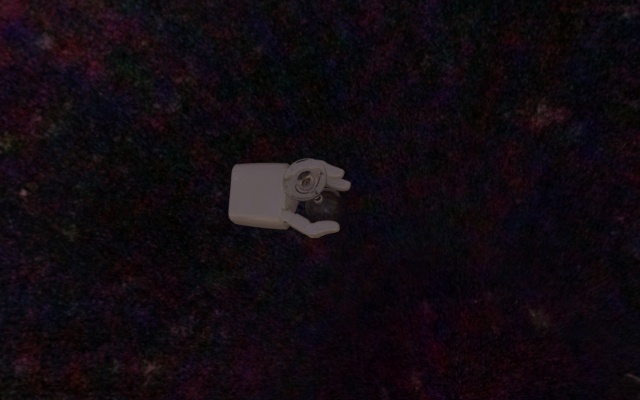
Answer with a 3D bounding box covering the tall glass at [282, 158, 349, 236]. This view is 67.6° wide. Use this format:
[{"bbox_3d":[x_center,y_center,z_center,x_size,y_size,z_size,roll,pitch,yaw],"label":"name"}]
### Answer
[{"bbox_3d":[0.000,0.003,0.844,0.079,0.079,0.201,0,-22,17],"label":"tall glass"}]
